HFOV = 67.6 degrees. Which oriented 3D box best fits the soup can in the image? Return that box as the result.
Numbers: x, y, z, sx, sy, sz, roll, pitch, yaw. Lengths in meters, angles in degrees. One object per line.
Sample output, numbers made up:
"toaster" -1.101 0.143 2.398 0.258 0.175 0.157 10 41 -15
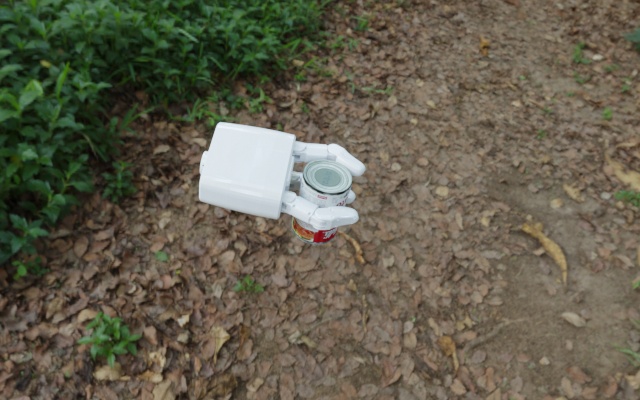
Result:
"soup can" 0.001 0.002 0.651 0.068 0.068 0.102 0 -44 -15
